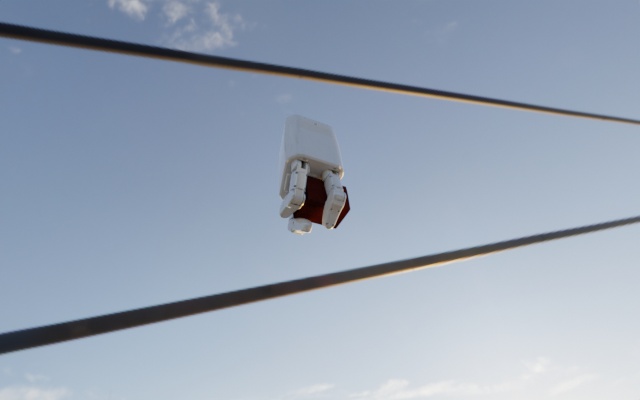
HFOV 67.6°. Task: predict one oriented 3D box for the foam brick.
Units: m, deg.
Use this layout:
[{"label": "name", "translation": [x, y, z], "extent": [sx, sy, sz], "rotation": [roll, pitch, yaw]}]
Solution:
[{"label": "foam brick", "translation": [0.000, 0.003, 0.759], "extent": [0.078, 0.051, 0.053], "rotation": [16, -47, -24]}]
